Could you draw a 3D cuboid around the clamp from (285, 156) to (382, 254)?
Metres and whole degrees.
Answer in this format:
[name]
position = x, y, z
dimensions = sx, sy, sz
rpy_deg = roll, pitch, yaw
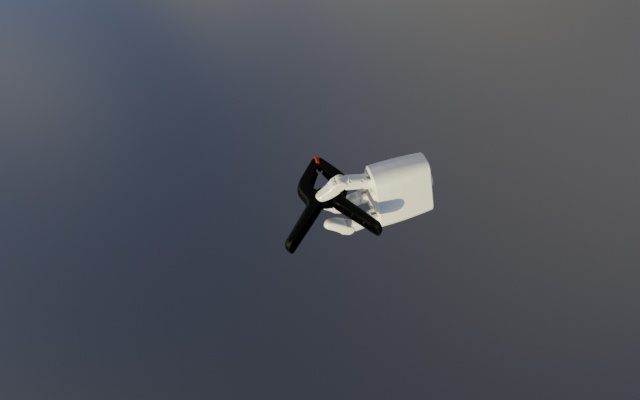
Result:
[clamp]
position = 0.000, 0.002, 0.855
dimensions = 0.164, 0.209, 0.036
rpy_deg = -16, -42, -5
